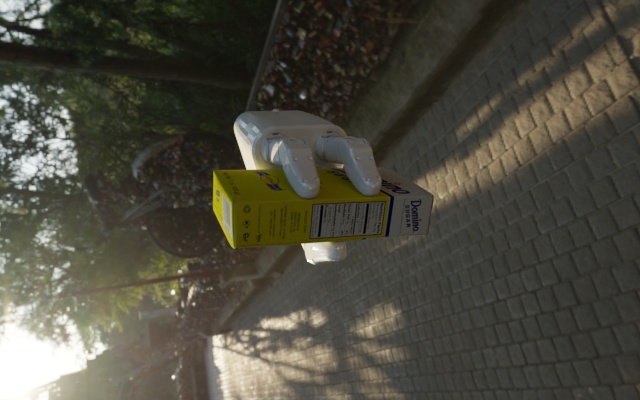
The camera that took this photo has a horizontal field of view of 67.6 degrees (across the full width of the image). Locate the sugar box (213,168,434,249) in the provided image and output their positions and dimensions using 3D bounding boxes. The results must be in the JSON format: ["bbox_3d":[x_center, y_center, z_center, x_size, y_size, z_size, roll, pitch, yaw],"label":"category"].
[{"bbox_3d":[0.000,0.001,0.425,0.176,0.048,0.093,-5,21,-21],"label":"sugar box"}]
